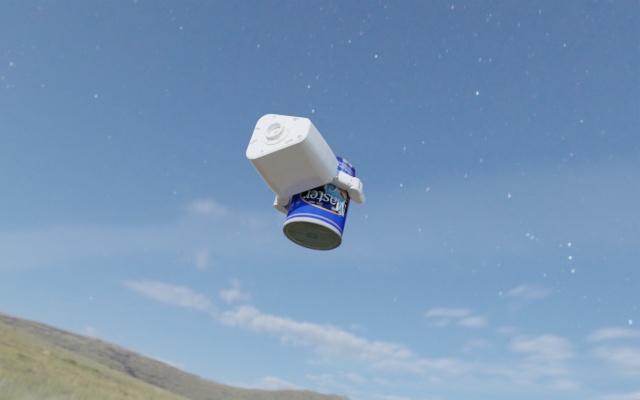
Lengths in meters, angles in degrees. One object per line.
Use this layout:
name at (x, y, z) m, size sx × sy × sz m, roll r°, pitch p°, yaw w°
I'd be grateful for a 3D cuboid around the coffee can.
coffee can at (0.000, 0.003, 0.840) m, size 0.103 × 0.140 × 0.103 m, roll 10°, pitch -31°, yaw 6°
